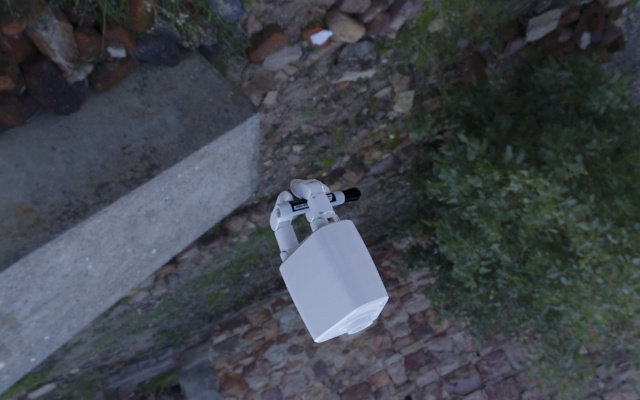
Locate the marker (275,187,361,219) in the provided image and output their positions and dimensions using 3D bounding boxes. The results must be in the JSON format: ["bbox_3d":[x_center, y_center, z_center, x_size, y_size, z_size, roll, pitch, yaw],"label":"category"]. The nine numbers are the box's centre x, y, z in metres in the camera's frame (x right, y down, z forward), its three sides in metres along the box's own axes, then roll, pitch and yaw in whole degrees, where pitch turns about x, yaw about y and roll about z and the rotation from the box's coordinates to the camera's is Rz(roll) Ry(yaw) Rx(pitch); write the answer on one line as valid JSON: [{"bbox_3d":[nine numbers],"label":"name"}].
[{"bbox_3d":[0.000,0.002,0.609,0.121,0.020,0.020,-13,6,-28],"label":"marker"}]
